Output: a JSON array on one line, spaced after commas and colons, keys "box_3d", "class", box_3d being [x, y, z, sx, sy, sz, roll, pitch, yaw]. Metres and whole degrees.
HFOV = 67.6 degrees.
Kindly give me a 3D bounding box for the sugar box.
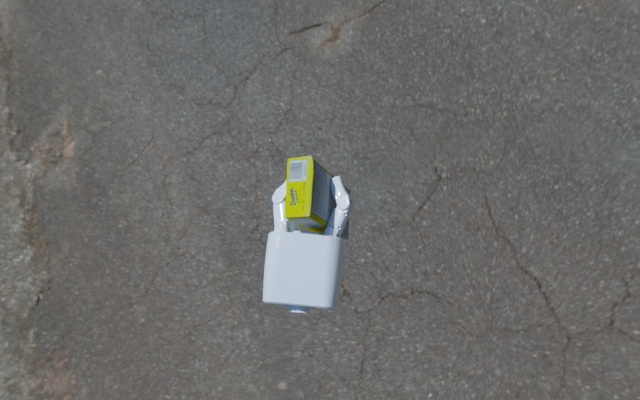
[{"box_3d": [0.000, 0.003, 0.759, 0.048, 0.093, 0.176, -3, -17, 19], "class": "sugar box"}]
